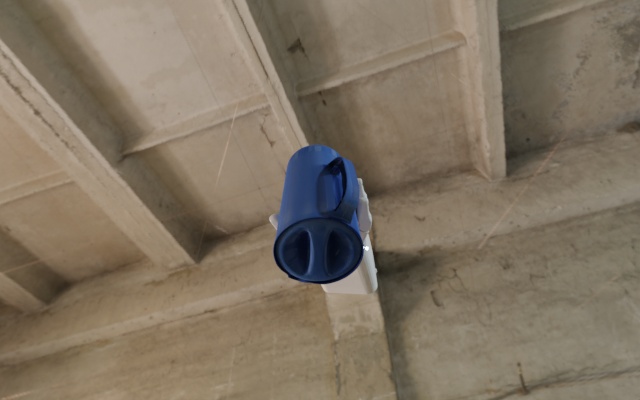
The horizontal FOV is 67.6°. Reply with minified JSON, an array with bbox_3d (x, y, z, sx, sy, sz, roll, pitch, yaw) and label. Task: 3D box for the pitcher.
[{"bbox_3d":[0.000,0.003,0.785,0.149,0.145,0.242,-15,36,9],"label":"pitcher"}]
